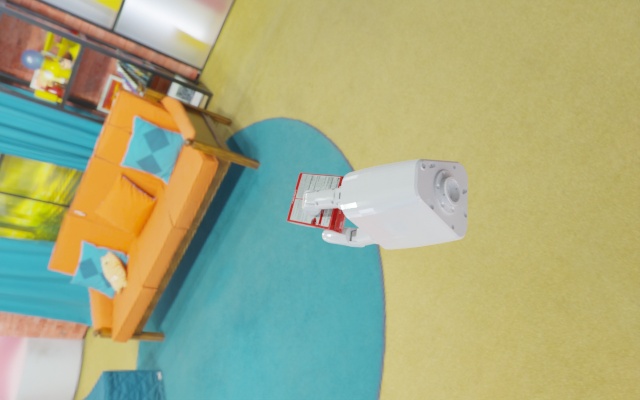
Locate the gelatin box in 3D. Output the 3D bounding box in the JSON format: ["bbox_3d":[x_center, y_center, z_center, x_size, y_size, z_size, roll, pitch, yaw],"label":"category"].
[{"bbox_3d":[0.000,0.002,0.657,0.089,0.073,0.030,8,-9,45],"label":"gelatin box"}]
